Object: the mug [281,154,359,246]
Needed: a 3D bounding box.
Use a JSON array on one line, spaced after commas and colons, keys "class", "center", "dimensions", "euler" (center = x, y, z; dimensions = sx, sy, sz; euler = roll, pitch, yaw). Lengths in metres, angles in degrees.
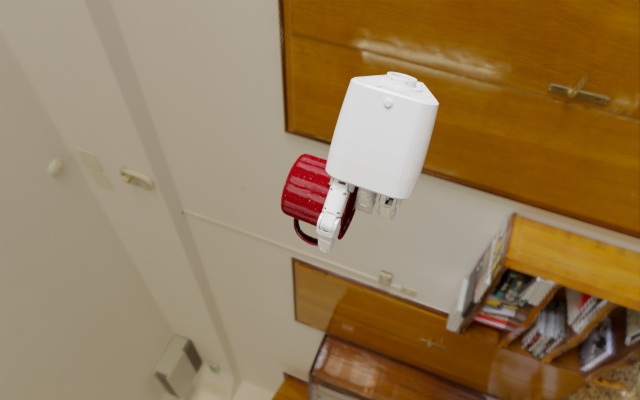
[{"class": "mug", "center": [0.000, 0.003, 0.596], "dimensions": [0.081, 0.117, 0.093], "euler": [20, 25, 11]}]
